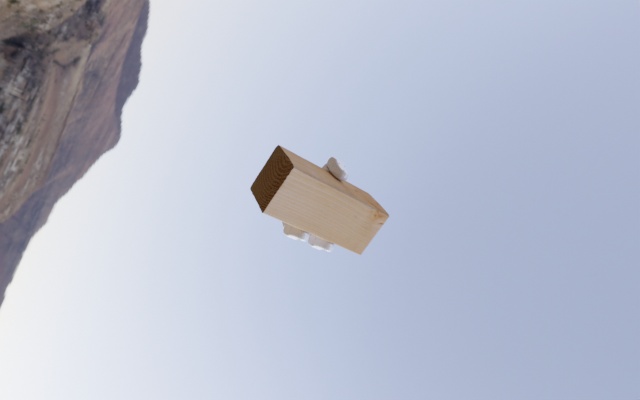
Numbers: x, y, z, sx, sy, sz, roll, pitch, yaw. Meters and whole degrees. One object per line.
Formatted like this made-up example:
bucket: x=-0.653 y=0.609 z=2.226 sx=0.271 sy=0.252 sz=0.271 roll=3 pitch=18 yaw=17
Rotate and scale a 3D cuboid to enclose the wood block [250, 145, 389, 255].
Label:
wood block: x=0.000 y=0.002 z=0.797 sx=0.206 sy=0.091 sz=0.090 roll=26 pitch=16 yaw=-32
